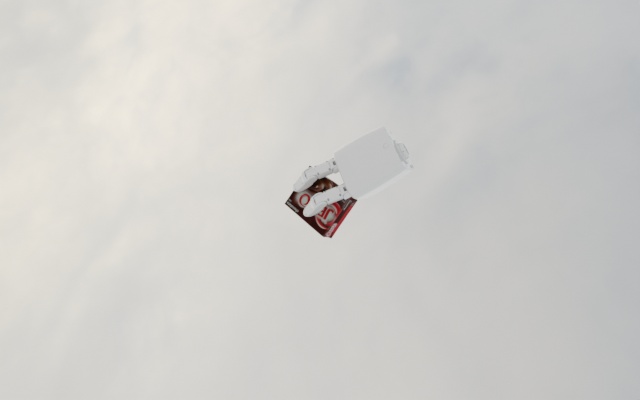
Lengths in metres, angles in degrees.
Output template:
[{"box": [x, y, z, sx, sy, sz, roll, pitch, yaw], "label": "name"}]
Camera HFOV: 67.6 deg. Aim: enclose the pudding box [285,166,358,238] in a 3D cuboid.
[{"box": [0.000, 0.003, 0.891, 0.113, 0.090, 0.039, 39, 9, 32], "label": "pudding box"}]
